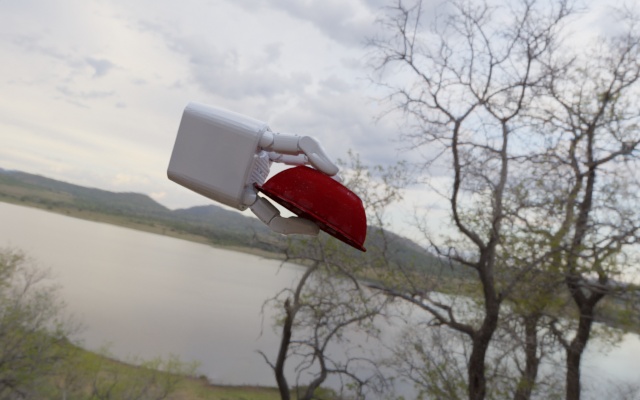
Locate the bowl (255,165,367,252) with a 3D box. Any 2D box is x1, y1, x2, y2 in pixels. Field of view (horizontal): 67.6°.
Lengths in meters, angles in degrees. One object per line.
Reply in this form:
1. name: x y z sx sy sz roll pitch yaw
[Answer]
1. bowl: 0.001 0.002 0.601 0.162 0.055 0.162 31 -6 3
